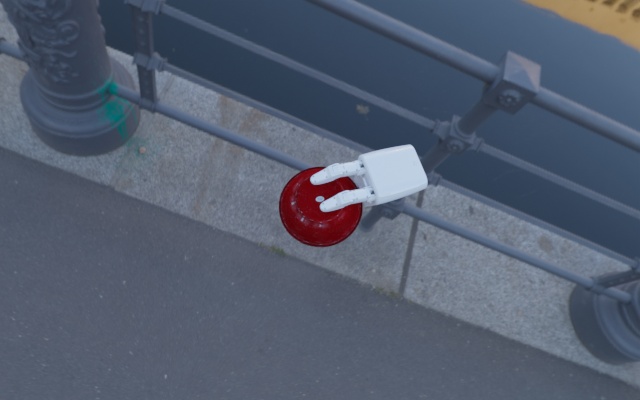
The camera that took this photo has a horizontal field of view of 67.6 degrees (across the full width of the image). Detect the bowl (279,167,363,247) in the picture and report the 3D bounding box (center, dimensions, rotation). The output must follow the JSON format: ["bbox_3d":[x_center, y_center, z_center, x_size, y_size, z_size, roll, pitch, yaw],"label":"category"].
[{"bbox_3d":[-0.001,0.003,0.890,0.162,0.162,0.055,0,-17,1],"label":"bowl"}]
